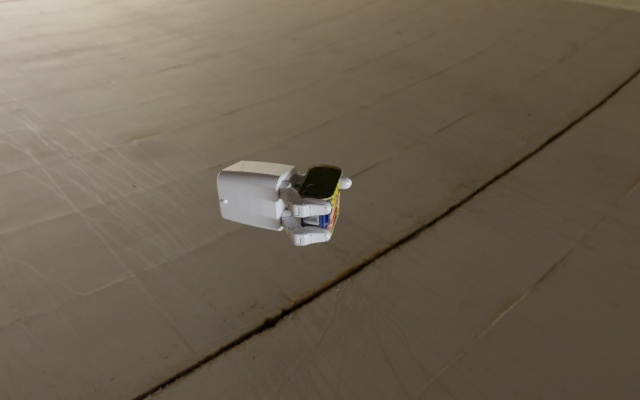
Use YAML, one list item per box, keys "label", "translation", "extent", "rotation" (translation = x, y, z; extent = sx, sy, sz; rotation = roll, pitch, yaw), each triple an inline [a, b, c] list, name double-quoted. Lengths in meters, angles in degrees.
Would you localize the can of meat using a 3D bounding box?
- label: "can of meat"
  translation: [0.000, 0.003, 0.783]
  extent: [0.057, 0.084, 0.102]
  rotation: [8, 35, 11]
